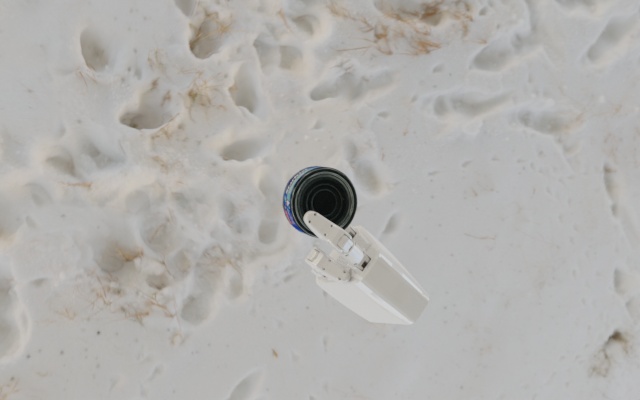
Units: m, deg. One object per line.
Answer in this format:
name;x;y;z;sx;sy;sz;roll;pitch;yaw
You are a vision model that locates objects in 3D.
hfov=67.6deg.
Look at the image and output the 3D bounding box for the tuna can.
tuna can;0.000;0.002;0.569;0.086;0.086;0.034;0;5;-20
